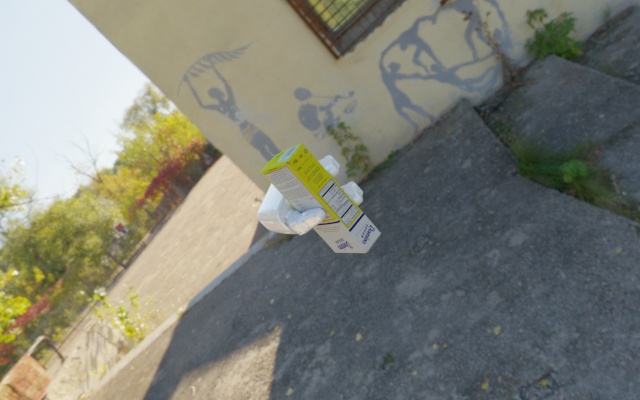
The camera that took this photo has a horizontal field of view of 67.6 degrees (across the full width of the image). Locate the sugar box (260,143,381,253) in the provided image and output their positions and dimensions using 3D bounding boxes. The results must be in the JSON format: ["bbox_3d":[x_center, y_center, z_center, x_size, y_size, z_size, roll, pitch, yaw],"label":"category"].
[{"bbox_3d":[0.000,0.002,0.693,0.176,0.048,0.093,46,-24,-17],"label":"sugar box"}]
